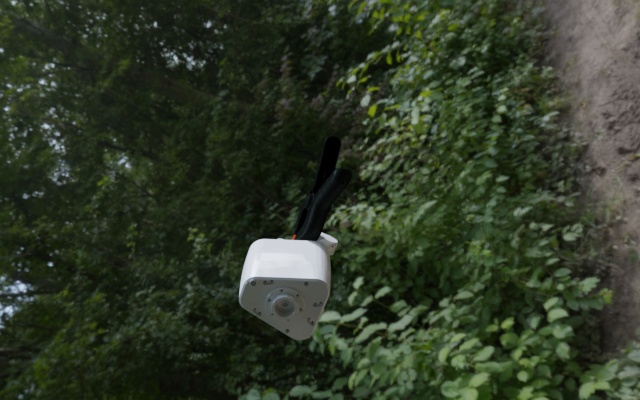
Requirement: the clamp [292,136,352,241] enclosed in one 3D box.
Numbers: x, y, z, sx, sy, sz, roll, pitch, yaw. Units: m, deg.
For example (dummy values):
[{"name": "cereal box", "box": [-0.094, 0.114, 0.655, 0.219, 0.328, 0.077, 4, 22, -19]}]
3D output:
[{"name": "clamp", "box": [-0.001, 0.002, 0.673, 0.039, 0.171, 0.120, 15, 19, -9]}]
